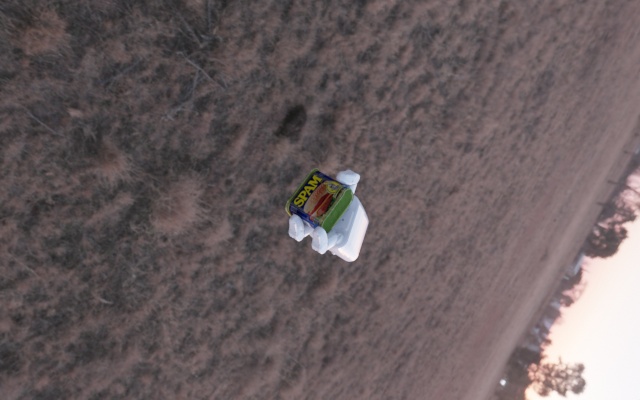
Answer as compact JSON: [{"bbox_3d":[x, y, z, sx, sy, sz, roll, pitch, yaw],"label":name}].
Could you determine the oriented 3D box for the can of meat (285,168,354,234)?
[{"bbox_3d":[0.000,0.003,0.885,0.084,0.102,0.057,30,-15,27],"label":"can of meat"}]
